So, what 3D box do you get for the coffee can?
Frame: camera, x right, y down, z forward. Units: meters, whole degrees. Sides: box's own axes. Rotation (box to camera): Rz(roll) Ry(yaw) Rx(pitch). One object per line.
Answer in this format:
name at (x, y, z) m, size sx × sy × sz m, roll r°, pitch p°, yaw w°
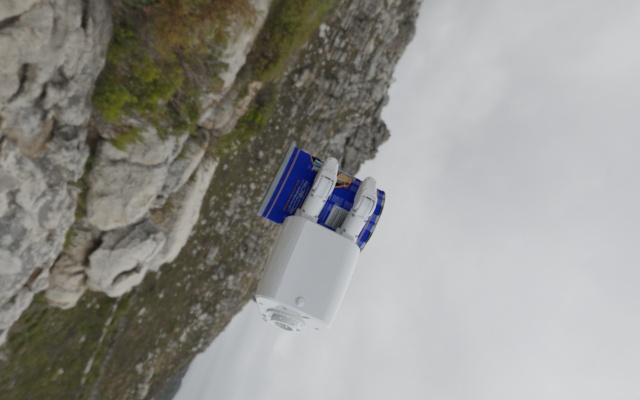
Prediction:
coffee can at (0.000, 0.002, 0.633) m, size 0.140 × 0.103 × 0.103 m, roll 26°, pitch -3°, yaw -7°
